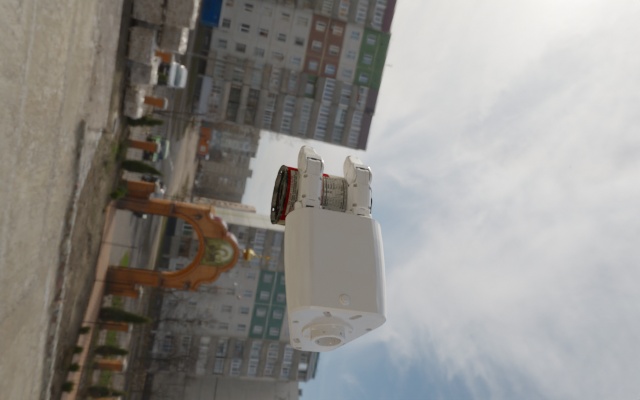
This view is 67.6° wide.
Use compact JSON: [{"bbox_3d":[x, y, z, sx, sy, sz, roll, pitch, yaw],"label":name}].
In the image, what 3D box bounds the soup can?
[{"bbox_3d":[0.000,0.001,0.544,0.102,0.068,0.068,10,-3,-15],"label":"soup can"}]
